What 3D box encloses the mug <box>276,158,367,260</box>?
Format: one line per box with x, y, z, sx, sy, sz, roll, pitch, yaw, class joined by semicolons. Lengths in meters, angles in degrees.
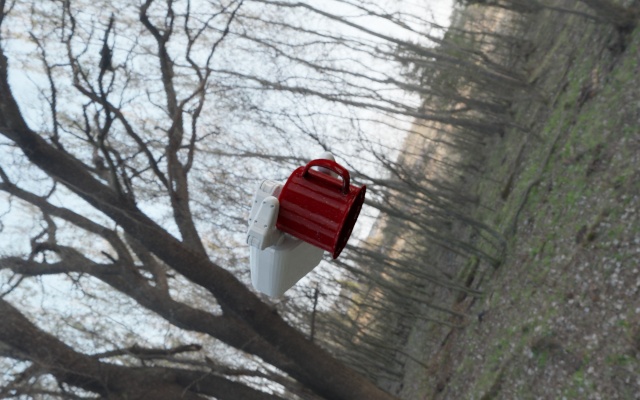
0.000;0.001;0.547;0.081;0.117;0.093;23;45;12;mug
